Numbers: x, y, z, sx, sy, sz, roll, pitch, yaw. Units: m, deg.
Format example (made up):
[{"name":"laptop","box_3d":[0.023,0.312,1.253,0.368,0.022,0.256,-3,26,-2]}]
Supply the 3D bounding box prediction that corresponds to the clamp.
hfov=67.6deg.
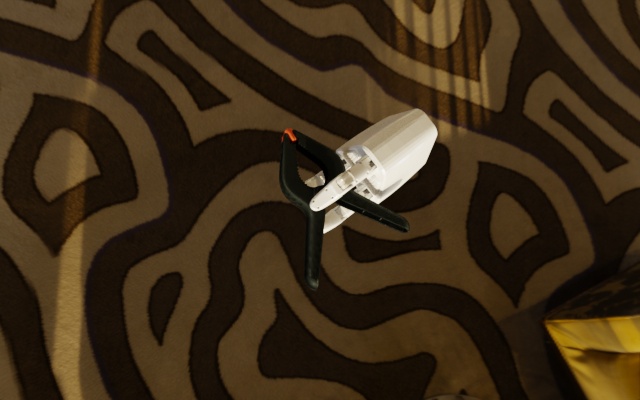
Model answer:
[{"name":"clamp","box_3d":[0.000,0.001,0.635,0.164,0.210,0.036,-36,-4,-20]}]
